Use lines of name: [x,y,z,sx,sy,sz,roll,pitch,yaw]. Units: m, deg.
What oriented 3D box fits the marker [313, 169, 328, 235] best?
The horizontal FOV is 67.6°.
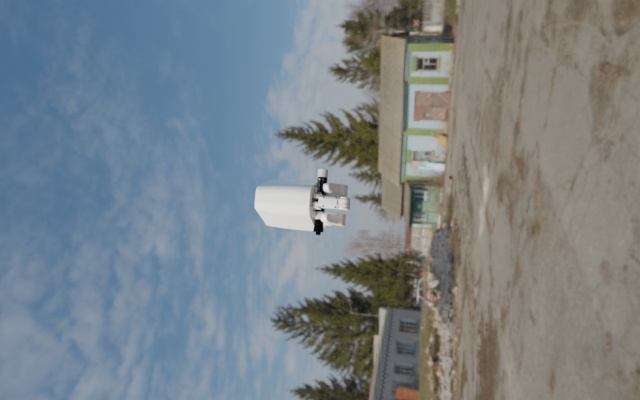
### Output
marker: [0.000,0.003,0.872,0.020,0.121,0.020,4,-7,1]
